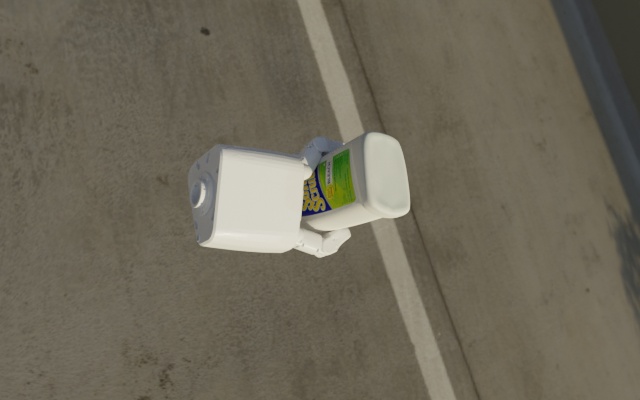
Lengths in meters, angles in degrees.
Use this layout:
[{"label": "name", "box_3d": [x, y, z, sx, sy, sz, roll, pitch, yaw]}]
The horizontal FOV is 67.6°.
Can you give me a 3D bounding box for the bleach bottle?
[{"label": "bleach bottle", "box_3d": [0.000, 0.002, 0.620, 0.068, 0.102, 0.251, 9, -22, -36]}]
